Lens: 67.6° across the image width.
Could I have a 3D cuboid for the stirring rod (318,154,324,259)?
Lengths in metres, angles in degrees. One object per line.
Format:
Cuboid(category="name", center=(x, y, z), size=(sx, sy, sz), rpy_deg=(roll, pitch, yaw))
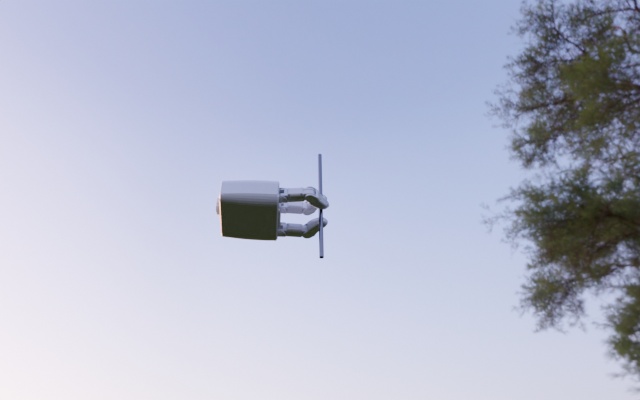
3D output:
Cuboid(category="stirring rod", center=(0.000, 0.003, 0.899), size=(0.011, 0.239, 0.011), rpy_deg=(-1, -37, 0))
